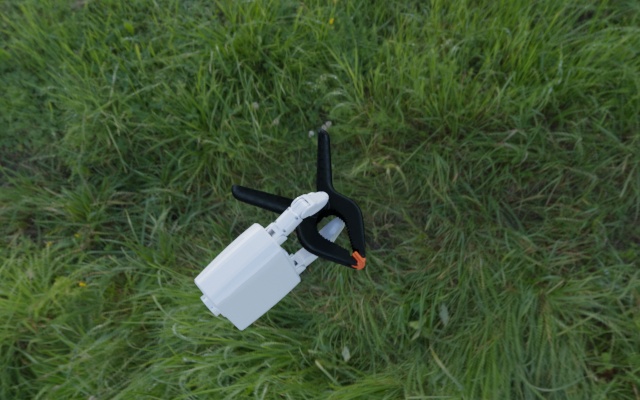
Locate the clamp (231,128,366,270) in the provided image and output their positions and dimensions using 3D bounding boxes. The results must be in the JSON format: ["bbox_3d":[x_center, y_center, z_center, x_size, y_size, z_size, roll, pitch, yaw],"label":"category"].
[{"bbox_3d":[0.000,0.002,0.662,0.164,0.210,0.036,-42,-19,-12],"label":"clamp"}]
